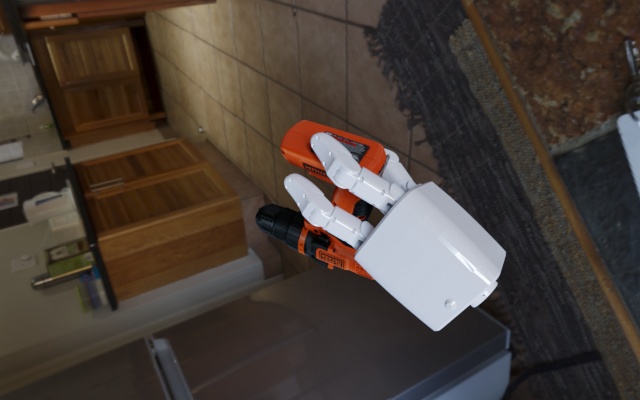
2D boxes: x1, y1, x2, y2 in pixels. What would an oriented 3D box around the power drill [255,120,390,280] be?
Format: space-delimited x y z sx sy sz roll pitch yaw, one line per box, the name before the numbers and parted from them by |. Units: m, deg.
power drill | 0.000 0.002 0.545 0.184 0.057 0.188 19 -37 17
